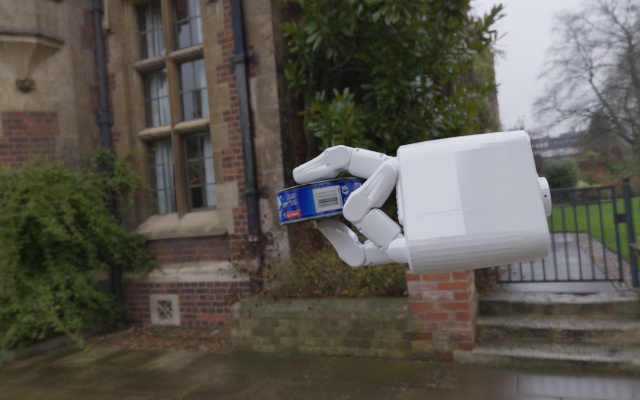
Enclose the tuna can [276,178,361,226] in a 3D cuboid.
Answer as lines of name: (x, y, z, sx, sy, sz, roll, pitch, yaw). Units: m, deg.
tuna can: (0.000, 0.001, 0.472, 0.086, 0.034, 0.086, -10, -3, -1)
